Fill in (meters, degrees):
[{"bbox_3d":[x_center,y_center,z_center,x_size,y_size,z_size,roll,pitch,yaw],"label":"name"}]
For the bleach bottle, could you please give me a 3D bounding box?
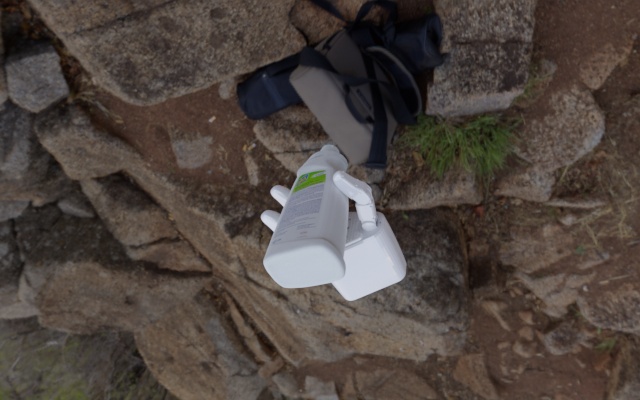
[{"bbox_3d":[0.000,0.002,0.665,0.102,0.068,0.250,-15,36,25],"label":"bleach bottle"}]
